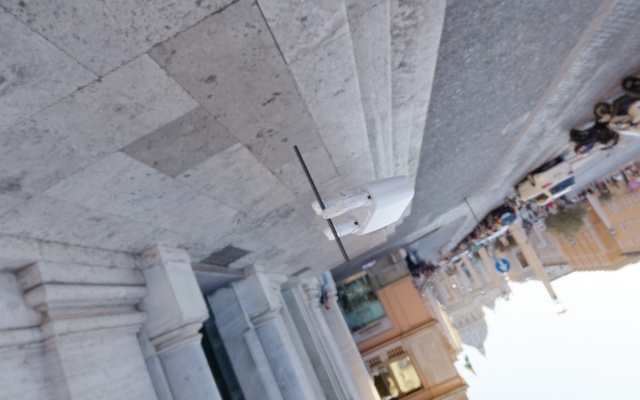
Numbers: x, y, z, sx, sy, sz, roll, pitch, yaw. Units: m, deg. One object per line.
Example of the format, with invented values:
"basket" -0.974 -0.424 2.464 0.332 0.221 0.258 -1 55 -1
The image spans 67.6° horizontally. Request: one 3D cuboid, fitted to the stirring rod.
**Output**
"stirring rod" 0.000 0.003 0.882 0.011 0.239 0.011 -23 -13 -6
